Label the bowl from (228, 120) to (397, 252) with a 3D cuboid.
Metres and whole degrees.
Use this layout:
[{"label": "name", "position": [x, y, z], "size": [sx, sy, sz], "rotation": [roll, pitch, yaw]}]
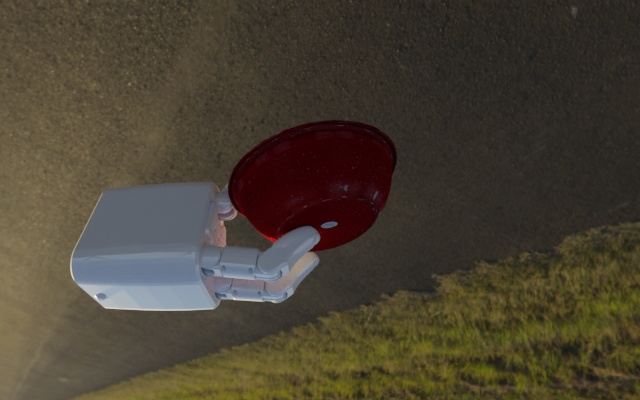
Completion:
[{"label": "bowl", "position": [0.001, 0.001, 0.435], "size": [0.162, 0.055, 0.162], "rotation": [-12, -31, -7]}]
